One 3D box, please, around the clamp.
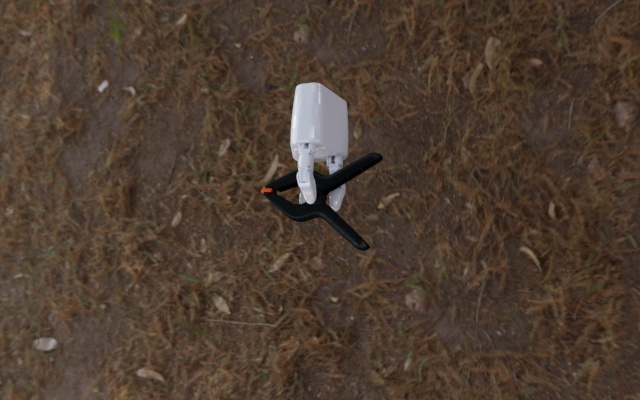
[{"bbox_3d":[-0.001,0.002,0.809,0.210,0.164,0.036,-2,-15,17],"label":"clamp"}]
